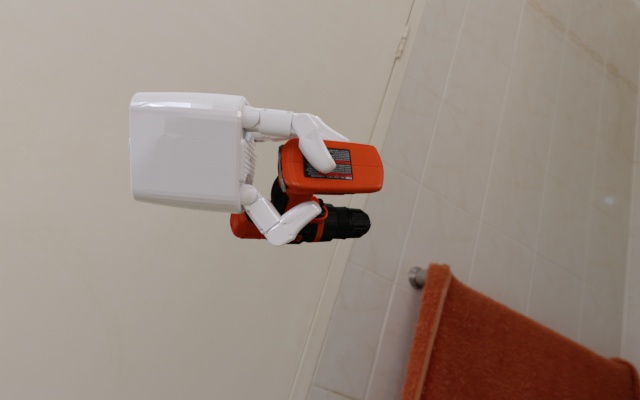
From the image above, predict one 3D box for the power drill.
[{"bbox_3d":[0.000,0.002,0.548,0.184,0.057,0.188,1,-25,-20],"label":"power drill"}]
